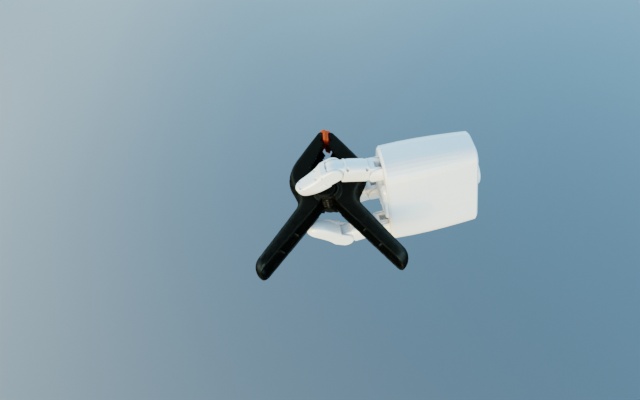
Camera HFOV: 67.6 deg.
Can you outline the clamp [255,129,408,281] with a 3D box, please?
[{"bbox_3d":[0.000,0.001,0.565,0.164,0.209,0.036,-10,-37,0],"label":"clamp"}]
